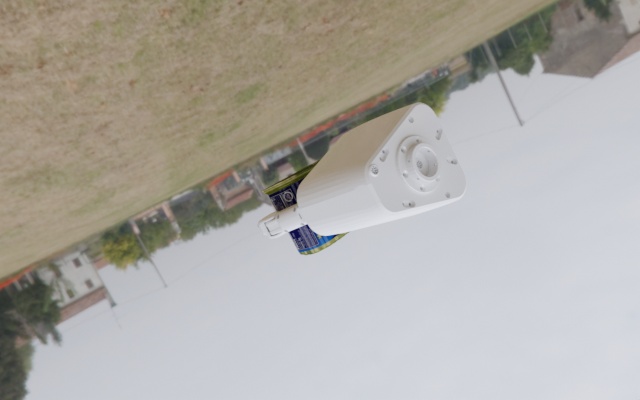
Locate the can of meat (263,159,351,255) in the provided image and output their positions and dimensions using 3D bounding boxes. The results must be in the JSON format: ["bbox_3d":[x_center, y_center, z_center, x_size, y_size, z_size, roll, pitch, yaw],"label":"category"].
[{"bbox_3d":[0.000,0.002,0.532,0.102,0.084,0.057,-32,7,-37],"label":"can of meat"}]
